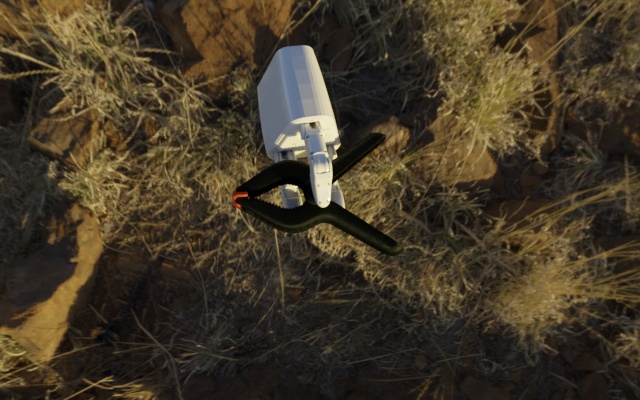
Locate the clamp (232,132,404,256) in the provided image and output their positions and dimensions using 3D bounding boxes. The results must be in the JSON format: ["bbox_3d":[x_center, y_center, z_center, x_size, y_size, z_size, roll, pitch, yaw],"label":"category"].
[{"bbox_3d":[0.000,0.001,0.587,0.210,0.164,0.036,-9,-20,-11],"label":"clamp"}]
